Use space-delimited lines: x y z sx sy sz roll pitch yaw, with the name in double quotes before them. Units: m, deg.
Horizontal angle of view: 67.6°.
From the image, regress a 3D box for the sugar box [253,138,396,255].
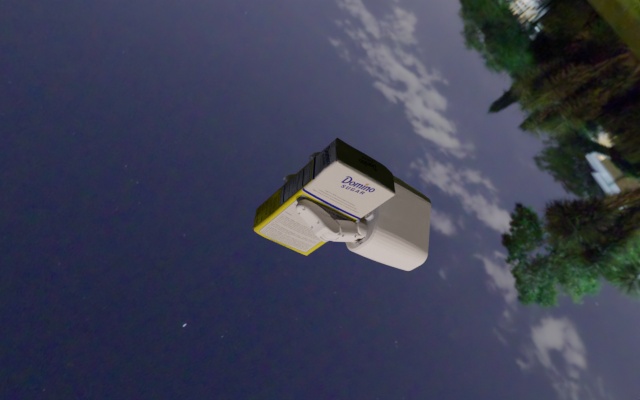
"sugar box" 0.000 0.002 0.605 0.093 0.048 0.176 28 -48 -28
